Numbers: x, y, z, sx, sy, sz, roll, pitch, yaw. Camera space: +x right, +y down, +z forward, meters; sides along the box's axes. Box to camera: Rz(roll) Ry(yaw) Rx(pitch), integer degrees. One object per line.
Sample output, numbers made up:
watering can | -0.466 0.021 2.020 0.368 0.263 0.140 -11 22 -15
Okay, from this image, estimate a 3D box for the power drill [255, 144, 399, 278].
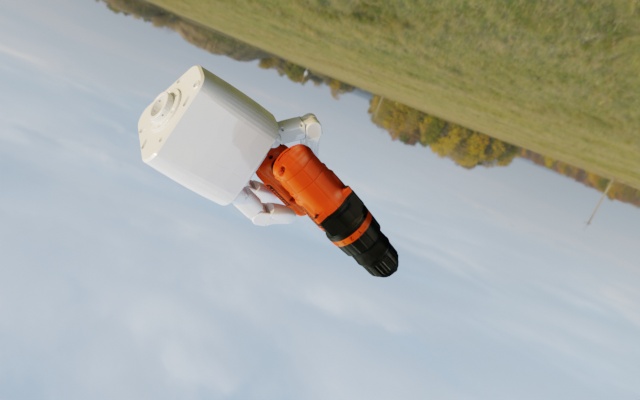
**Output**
power drill | 0.000 0.002 0.562 0.057 0.184 0.187 -44 23 -8
